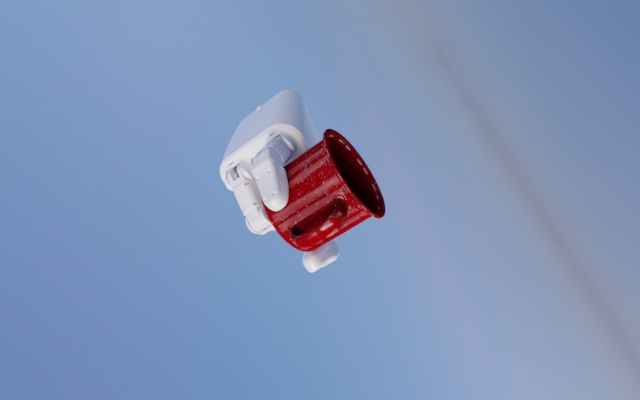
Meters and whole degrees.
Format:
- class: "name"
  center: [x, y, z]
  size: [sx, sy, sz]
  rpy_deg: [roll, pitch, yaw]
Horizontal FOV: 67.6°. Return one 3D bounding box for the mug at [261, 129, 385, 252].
- class: "mug"
  center: [0.000, 0.002, 0.428]
  size: [0.081, 0.093, 0.117]
  rpy_deg: [-32, 26, 21]
